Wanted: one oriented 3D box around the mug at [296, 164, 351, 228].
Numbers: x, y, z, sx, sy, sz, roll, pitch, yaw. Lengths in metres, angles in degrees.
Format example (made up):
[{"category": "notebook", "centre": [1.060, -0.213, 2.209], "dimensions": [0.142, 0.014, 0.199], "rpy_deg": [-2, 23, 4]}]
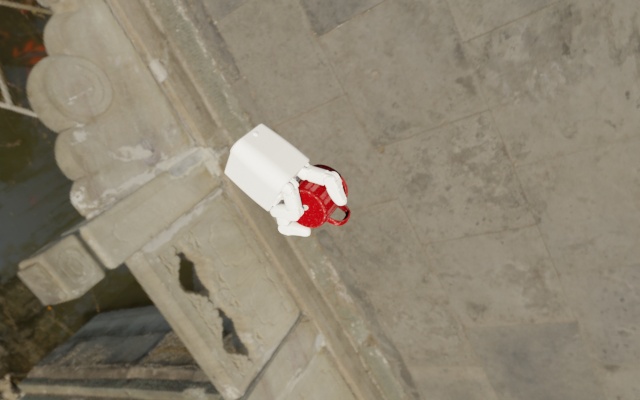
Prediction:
[{"category": "mug", "centre": [0.001, 0.004, 0.847], "dimensions": [0.093, 0.117, 0.081], "rpy_deg": [-53, -3, 42]}]
